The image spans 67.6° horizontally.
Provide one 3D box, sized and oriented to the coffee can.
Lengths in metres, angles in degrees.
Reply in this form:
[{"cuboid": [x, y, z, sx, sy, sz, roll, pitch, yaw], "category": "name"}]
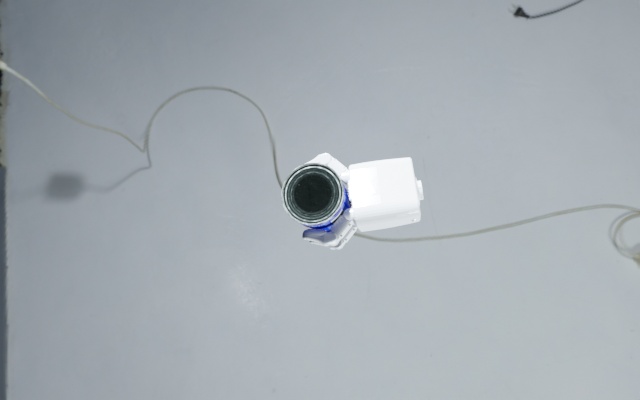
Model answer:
[{"cuboid": [0.000, 0.003, 0.824, 0.103, 0.102, 0.140, 0, -11, 11], "category": "coffee can"}]
